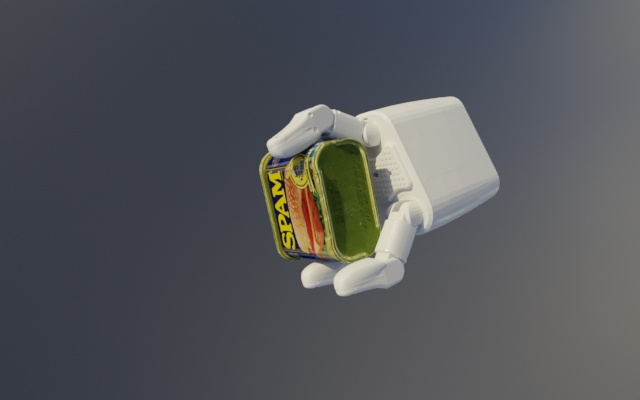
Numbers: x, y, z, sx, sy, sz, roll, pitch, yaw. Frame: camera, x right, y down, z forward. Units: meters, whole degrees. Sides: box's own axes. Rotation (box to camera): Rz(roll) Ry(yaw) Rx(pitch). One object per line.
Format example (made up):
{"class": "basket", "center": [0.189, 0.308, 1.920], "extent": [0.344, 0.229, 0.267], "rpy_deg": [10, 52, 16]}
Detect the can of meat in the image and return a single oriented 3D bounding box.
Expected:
{"class": "can of meat", "center": [0.000, 0.001, 0.402], "extent": [0.057, 0.102, 0.084], "rpy_deg": [-16, 7, -35]}
